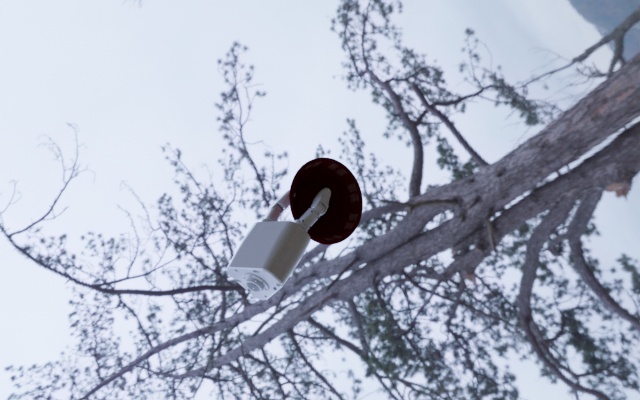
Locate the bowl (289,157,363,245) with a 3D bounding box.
[{"bbox_3d":[0.001,0.002,0.896,0.162,0.162,0.055,0,-6,-33],"label":"bowl"}]
